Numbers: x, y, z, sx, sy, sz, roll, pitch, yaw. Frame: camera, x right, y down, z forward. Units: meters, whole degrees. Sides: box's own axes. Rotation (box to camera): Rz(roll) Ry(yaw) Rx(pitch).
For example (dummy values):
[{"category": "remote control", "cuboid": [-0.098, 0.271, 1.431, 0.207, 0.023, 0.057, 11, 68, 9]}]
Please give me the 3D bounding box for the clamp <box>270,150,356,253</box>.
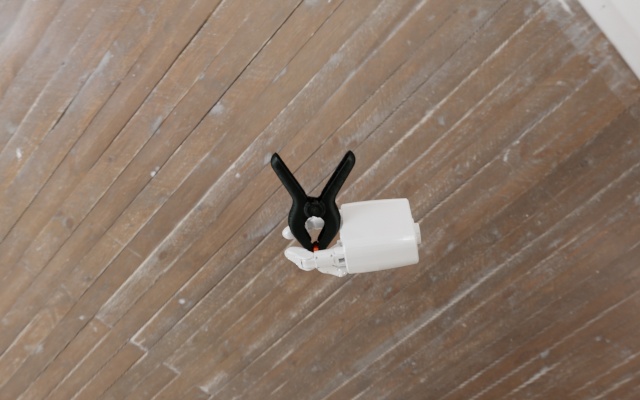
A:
[{"category": "clamp", "cuboid": [0.000, 0.003, 0.704, 0.120, 0.171, 0.039, -8, 24, 6]}]
